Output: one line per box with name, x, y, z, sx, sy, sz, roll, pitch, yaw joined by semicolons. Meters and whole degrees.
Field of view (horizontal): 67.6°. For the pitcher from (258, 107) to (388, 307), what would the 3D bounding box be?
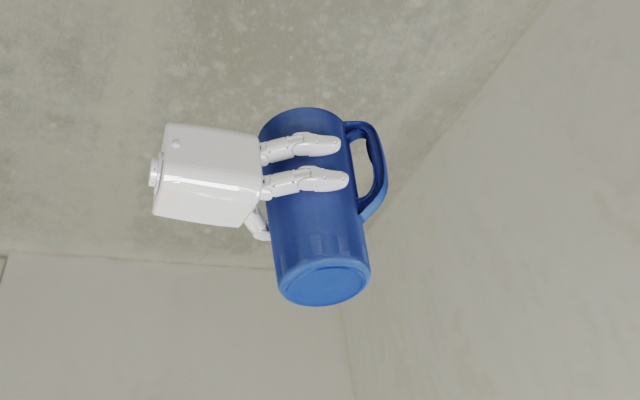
pitcher;0.000;0.002;0.609;0.145;0.242;0.149;10;-42;-23
